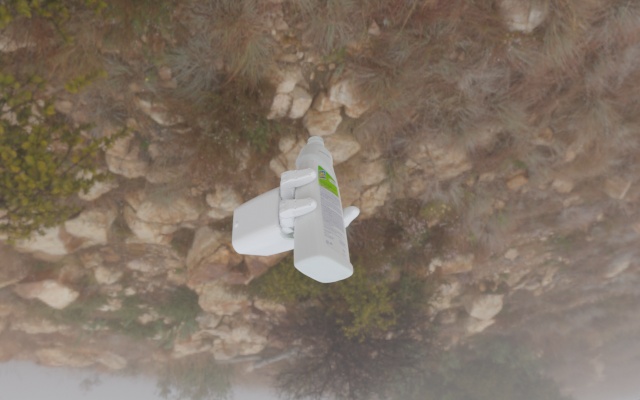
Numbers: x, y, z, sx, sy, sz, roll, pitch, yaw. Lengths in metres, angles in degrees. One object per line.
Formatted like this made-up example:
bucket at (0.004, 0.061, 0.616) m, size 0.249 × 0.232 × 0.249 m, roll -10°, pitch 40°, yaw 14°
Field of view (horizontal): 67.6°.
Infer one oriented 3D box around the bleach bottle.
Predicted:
bleach bottle at (0.000, 0.003, 0.803) m, size 0.068 × 0.250 × 0.103 m, roll -21°, pitch -36°, yaw 27°
